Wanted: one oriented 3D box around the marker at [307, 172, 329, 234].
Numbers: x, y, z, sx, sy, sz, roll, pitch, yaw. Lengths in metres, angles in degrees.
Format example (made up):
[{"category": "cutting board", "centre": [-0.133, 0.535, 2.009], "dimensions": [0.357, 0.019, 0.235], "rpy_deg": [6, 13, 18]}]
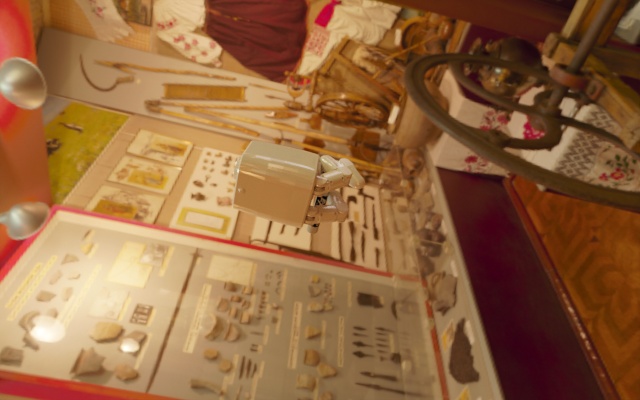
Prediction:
[{"category": "marker", "centre": [0.000, 0.002, 0.745], "dimensions": [0.020, 0.121, 0.020], "rpy_deg": [11, 37, -8]}]
